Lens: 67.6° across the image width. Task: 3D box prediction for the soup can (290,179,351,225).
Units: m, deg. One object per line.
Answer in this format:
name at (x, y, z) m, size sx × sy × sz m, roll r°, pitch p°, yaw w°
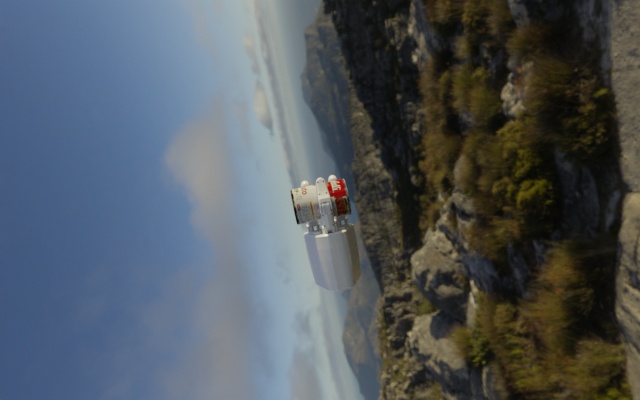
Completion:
soup can at (0.000, 0.002, 0.885) m, size 0.102 × 0.068 × 0.068 m, roll -12°, pitch 0°, yaw -2°
